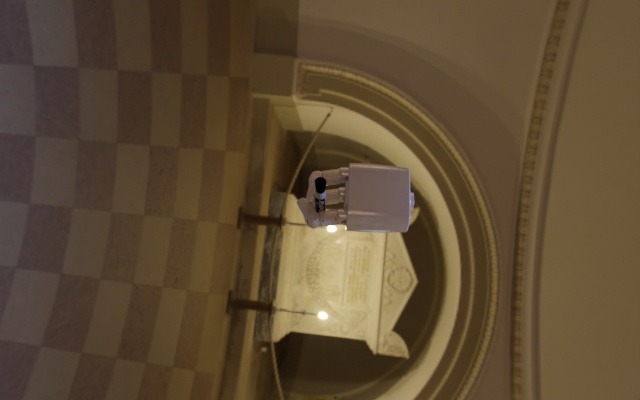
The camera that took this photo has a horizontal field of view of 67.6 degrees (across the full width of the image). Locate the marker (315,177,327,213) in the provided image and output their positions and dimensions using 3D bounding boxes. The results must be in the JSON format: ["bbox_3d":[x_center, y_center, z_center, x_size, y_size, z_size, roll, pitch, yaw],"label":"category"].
[{"bbox_3d":[0.000,0.003,0.797,0.020,0.020,0.121,0,-37,0],"label":"marker"}]
